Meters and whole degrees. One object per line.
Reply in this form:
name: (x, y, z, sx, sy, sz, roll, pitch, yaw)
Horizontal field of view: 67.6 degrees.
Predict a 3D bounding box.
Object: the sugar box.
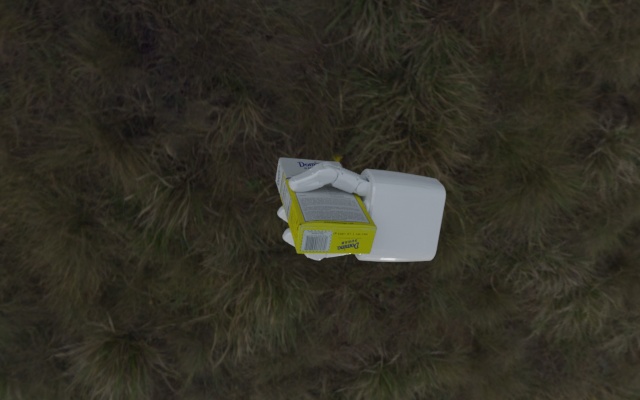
sugar box: (0.000, 0.003, 0.619, 0.093, 0.048, 0.176, 3, 27, -15)
